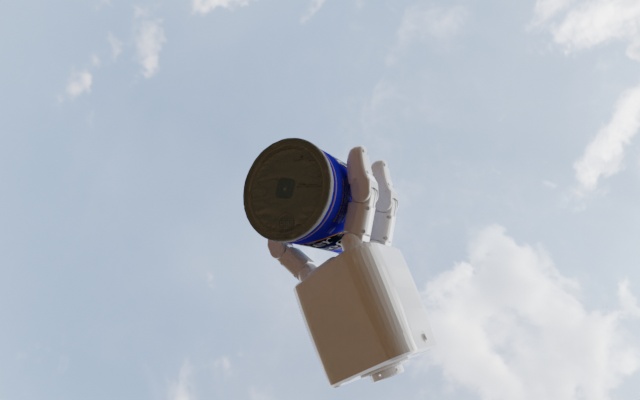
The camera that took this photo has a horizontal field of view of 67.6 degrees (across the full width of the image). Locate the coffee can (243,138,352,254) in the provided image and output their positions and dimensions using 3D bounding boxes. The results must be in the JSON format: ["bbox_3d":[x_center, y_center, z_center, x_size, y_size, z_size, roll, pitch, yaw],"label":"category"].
[{"bbox_3d":[0.000,0.002,0.517,0.103,0.103,0.140,0,-11,31],"label":"coffee can"}]
